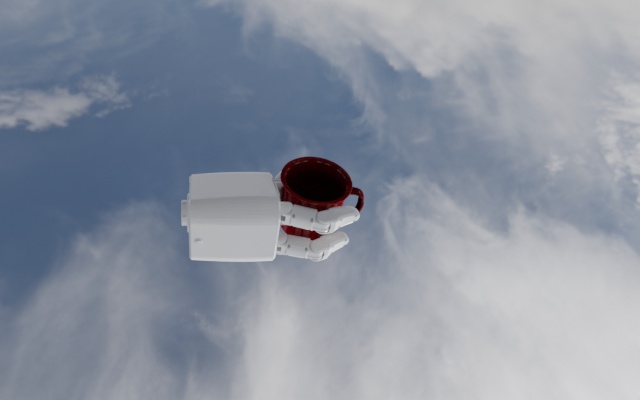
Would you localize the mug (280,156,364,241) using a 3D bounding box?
[{"bbox_3d":[0.001,0.002,0.638,0.117,0.082,0.093,2,43,-13],"label":"mug"}]
